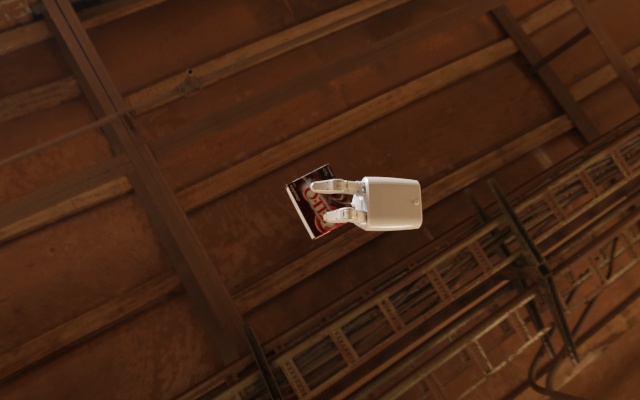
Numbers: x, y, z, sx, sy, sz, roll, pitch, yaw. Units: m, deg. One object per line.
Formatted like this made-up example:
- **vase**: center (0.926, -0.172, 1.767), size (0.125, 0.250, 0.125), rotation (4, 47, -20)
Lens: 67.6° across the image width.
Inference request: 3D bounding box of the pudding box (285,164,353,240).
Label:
- **pudding box**: center (0.000, 0.003, 0.879), size (0.090, 0.113, 0.039), rotation (-28, -5, -15)
